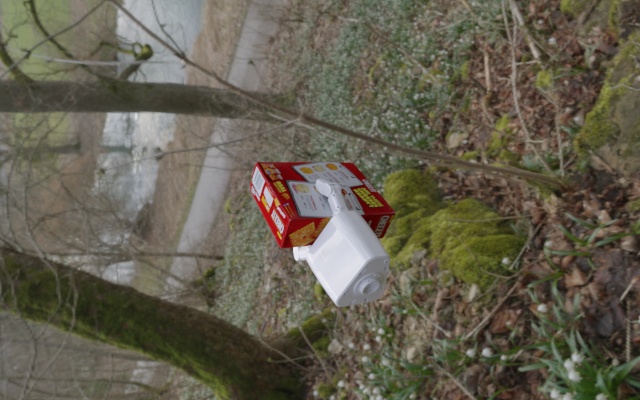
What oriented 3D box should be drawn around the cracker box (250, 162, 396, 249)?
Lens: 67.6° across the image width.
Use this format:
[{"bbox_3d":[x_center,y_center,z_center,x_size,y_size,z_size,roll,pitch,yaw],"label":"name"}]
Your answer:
[{"bbox_3d":[0.000,0.003,0.861,0.214,0.072,0.164,-2,39,-31],"label":"cracker box"}]
